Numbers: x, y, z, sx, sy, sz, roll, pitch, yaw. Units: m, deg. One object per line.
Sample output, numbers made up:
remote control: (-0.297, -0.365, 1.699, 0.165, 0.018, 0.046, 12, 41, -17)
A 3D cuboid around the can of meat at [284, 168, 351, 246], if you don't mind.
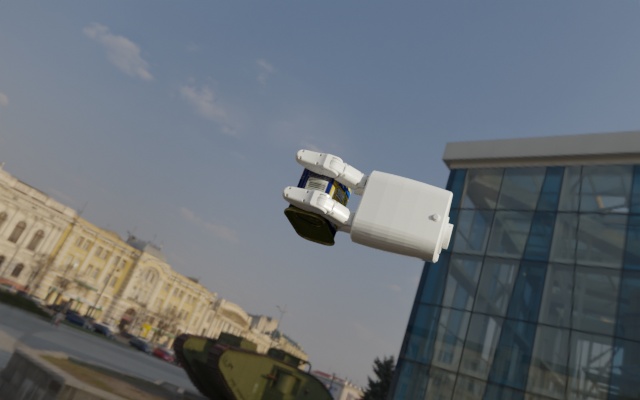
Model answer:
can of meat: (0.000, 0.002, 0.648, 0.057, 0.084, 0.102, 14, -23, 20)
